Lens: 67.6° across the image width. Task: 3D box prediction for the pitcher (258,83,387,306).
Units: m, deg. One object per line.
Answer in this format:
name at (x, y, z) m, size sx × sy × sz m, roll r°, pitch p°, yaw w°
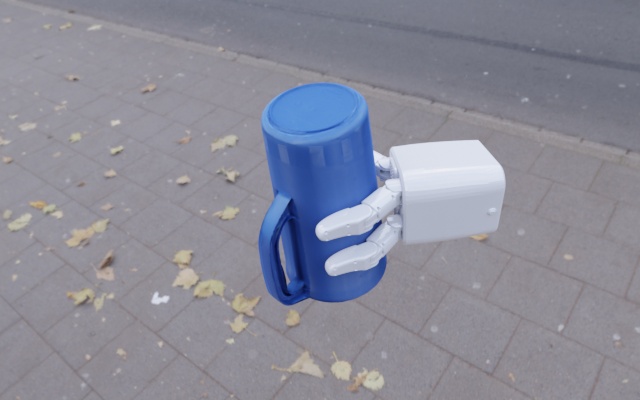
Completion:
pitcher at (0.000, 0.002, 0.543) m, size 0.145 × 0.243 × 0.149 m, roll -6°, pitch 42°, yaw 4°
